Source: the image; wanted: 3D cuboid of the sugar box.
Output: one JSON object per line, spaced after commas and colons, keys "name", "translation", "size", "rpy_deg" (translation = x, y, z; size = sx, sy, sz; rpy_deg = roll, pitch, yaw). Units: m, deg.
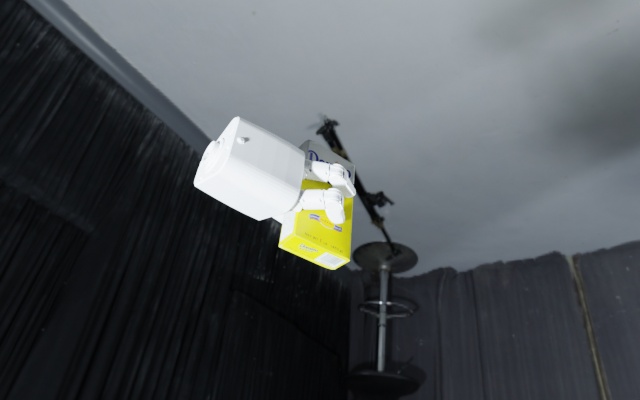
{"name": "sugar box", "translation": [0.000, 0.002, 0.681], "size": [0.093, 0.176, 0.048], "rpy_deg": [28, -41, -26]}
